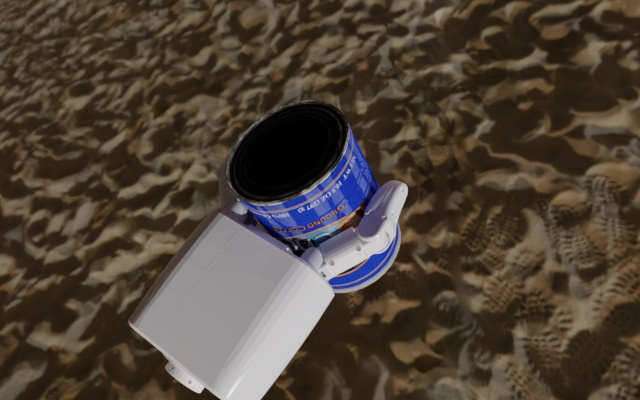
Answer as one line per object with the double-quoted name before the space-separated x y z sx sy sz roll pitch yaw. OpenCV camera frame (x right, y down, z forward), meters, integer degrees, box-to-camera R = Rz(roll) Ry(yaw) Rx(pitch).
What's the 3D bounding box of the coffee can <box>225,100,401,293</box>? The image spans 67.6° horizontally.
"coffee can" 0.000 0.001 0.406 0.103 0.102 0.140 0 -36 28
